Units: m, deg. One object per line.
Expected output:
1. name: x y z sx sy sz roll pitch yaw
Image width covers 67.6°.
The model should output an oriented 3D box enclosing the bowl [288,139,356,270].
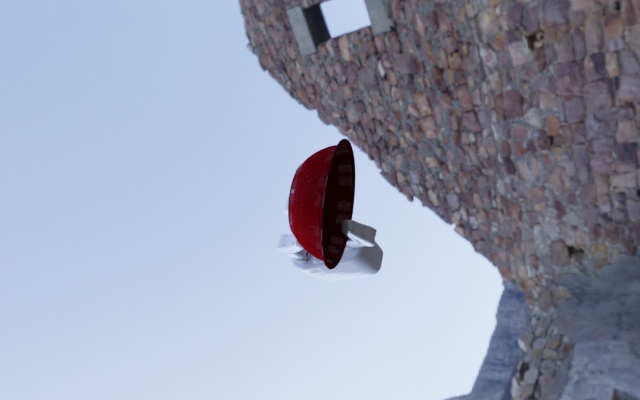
1. bowl: -0.001 0.001 0.594 0.055 0.162 0.162 7 2 15
